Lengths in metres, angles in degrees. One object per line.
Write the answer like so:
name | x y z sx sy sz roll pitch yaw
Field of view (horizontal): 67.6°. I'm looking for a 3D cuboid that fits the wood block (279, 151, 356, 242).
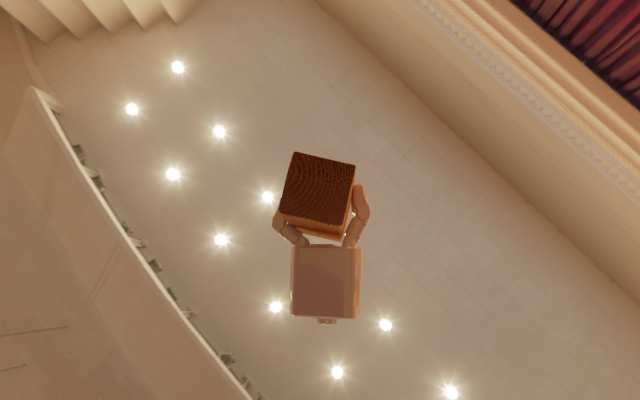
wood block | 0.000 0.003 0.743 0.091 0.090 0.206 13 -10 4
